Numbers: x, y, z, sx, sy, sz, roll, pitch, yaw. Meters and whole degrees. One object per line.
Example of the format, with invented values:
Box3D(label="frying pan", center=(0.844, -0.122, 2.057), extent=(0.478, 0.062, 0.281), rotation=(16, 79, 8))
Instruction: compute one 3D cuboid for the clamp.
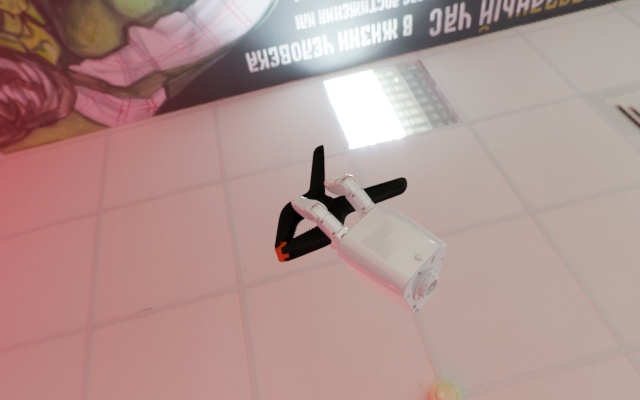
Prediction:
Box3D(label="clamp", center=(0.000, 0.003, 0.692), extent=(0.164, 0.036, 0.210), rotation=(32, 61, 34))
